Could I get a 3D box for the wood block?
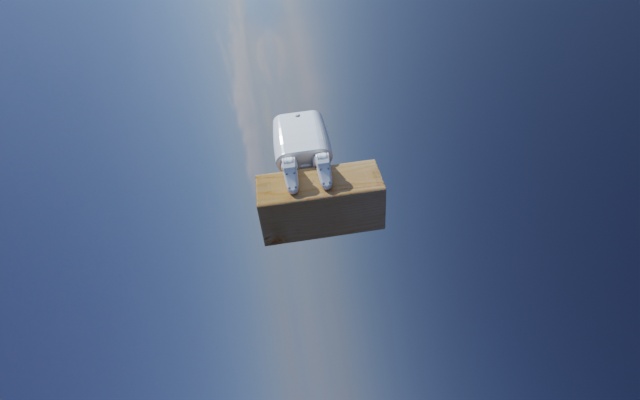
[{"bbox_3d":[0.000,0.003,0.808,0.206,0.091,0.090,-8,40,-3],"label":"wood block"}]
